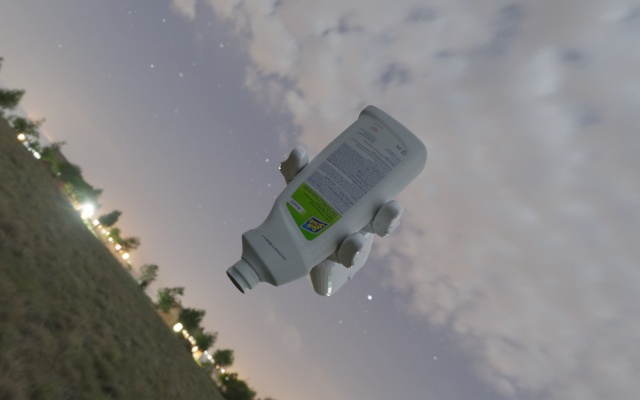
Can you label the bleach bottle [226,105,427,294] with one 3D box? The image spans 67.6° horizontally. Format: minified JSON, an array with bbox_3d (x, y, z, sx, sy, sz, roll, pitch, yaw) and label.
[{"bbox_3d":[0.000,0.002,0.518,0.250,0.102,0.068,-39,-24,-21],"label":"bleach bottle"}]
